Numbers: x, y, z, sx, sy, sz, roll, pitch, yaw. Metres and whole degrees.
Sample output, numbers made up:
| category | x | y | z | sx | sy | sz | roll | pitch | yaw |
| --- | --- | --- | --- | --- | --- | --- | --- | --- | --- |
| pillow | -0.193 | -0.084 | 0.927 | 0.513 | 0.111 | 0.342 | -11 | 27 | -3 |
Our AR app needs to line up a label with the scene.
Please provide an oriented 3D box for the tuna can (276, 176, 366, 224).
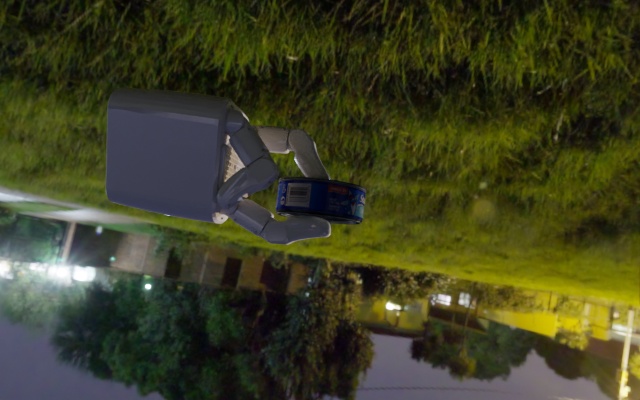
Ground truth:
| category | x | y | z | sx | sy | sz | roll | pitch | yaw |
| --- | --- | --- | --- | --- | --- | --- | --- | --- | --- |
| tuna can | 0.000 | 0.002 | 0.462 | 0.086 | 0.033 | 0.086 | 6 | -7 | 1 |
